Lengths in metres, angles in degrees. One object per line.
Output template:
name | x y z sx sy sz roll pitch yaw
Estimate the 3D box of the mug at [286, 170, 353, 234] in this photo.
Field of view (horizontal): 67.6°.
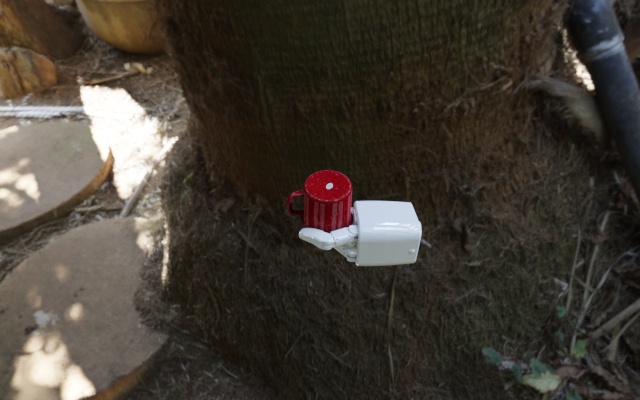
mug | -0.001 0.002 0.820 0.117 0.082 0.093 -1 44 -2
